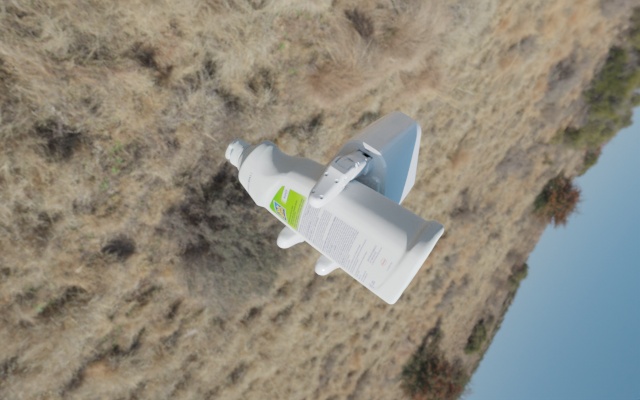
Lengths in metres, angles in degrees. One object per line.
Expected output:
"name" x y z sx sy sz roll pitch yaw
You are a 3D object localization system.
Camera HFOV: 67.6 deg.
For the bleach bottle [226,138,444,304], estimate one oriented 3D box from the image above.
"bleach bottle" 0.000 0.002 0.521 0.251 0.103 0.068 35 45 15
